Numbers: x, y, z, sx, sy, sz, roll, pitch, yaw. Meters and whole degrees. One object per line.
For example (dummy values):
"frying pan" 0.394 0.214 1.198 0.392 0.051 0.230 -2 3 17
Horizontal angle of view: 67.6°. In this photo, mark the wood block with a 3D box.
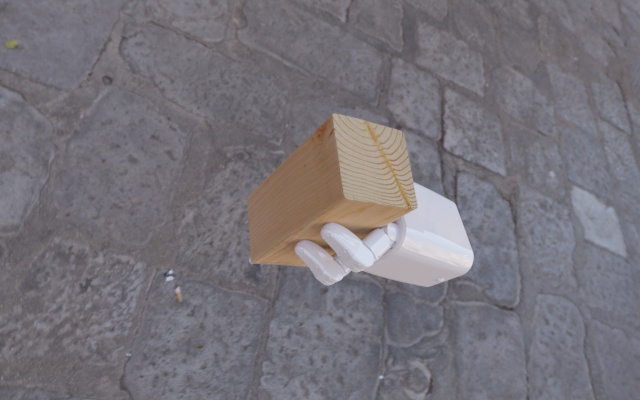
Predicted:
"wood block" 0.000 0.001 0.533 0.090 0.090 0.206 8 -27 -30
